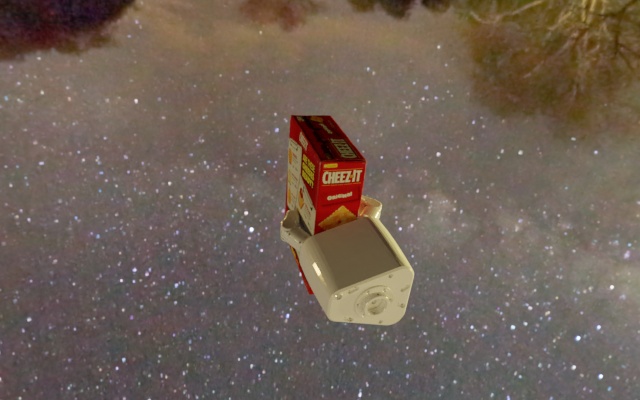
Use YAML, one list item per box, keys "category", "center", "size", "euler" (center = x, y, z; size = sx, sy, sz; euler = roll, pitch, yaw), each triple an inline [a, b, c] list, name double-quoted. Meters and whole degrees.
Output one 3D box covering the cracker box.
- category: "cracker box"
  center: [0.000, 0.002, 0.703]
  size: [0.072, 0.214, 0.164]
  euler: [-4, 32, -17]
